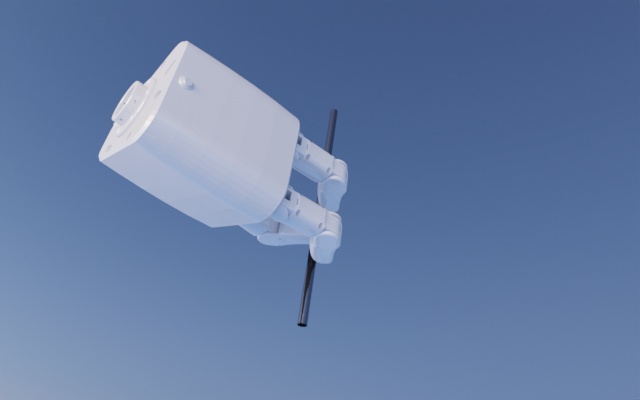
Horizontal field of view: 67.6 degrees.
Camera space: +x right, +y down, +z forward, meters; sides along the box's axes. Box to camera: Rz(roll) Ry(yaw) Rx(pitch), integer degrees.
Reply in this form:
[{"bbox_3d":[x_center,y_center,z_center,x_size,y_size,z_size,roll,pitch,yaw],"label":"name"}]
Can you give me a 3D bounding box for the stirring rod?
[{"bbox_3d":[0.000,0.001,0.448,0.011,0.239,0.011,6,-35,4],"label":"stirring rod"}]
